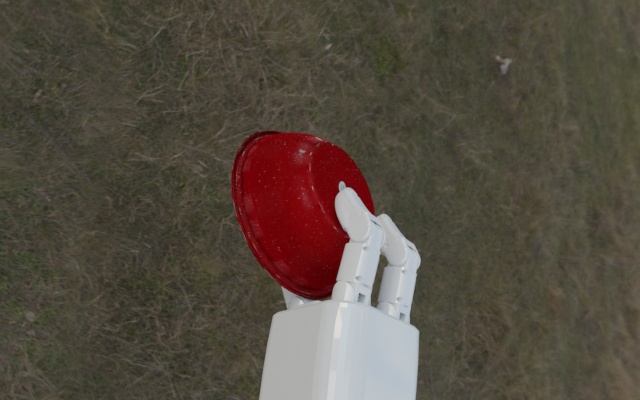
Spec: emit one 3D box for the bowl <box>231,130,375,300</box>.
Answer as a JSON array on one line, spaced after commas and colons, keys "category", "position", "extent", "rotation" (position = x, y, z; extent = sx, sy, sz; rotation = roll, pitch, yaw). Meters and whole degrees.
[{"category": "bowl", "position": [0.000, 0.000, 0.421], "extent": [0.055, 0.162, 0.162], "rotation": [-25, -14, 32]}]
